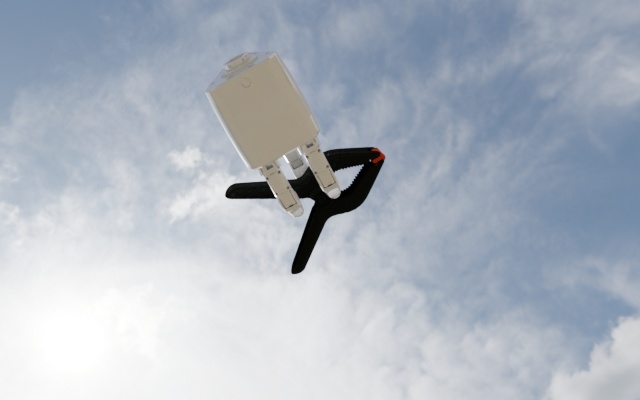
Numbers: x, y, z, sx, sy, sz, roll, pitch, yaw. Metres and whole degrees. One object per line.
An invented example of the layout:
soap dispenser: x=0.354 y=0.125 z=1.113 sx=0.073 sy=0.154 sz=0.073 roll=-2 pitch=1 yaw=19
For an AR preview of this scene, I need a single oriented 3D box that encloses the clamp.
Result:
clamp: x=0.000 y=0.001 z=0.654 sx=0.210 sy=0.165 sz=0.036 roll=-28 pitch=27 yaw=2
